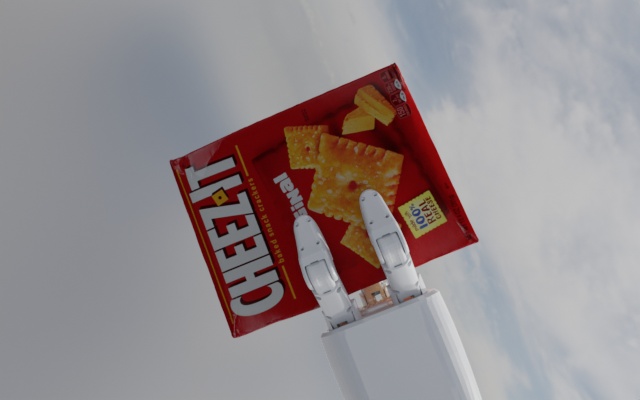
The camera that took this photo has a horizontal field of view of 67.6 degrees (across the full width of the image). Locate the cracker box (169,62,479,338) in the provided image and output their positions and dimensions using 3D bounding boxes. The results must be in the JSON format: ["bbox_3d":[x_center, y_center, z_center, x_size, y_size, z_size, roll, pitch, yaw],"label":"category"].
[{"bbox_3d":[0.000,0.001,0.415,0.214,0.164,0.072,-23,-8,4],"label":"cracker box"}]
